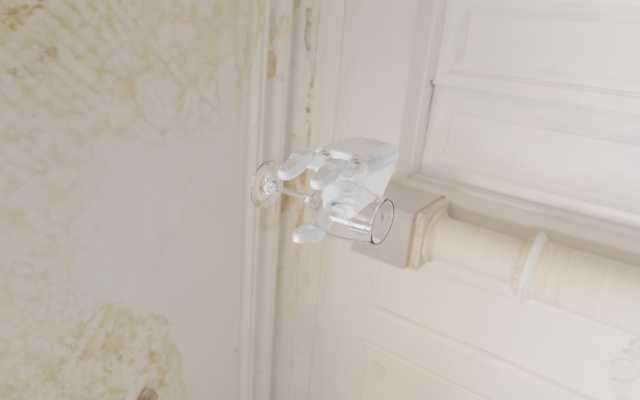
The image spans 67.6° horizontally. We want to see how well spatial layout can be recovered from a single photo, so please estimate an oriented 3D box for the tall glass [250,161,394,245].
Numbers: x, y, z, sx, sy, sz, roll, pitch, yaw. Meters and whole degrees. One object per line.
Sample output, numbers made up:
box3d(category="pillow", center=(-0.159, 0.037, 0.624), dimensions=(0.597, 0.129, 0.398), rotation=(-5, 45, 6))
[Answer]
box3d(category="tall glass", center=(-0.001, 0.002, 0.668), dimensions=(0.201, 0.079, 0.079), rotation=(18, 10, 32))
